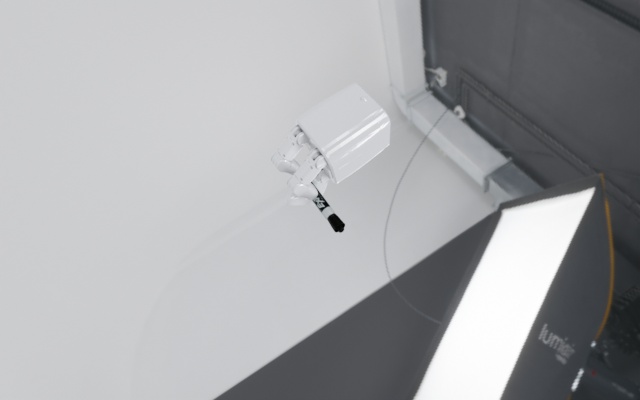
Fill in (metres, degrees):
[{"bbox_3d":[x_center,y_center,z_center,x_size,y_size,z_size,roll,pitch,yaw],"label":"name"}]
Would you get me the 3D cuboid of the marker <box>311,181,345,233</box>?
[{"bbox_3d":[0.000,0.002,0.713,0.020,0.020,0.121,0,42,-43],"label":"marker"}]
